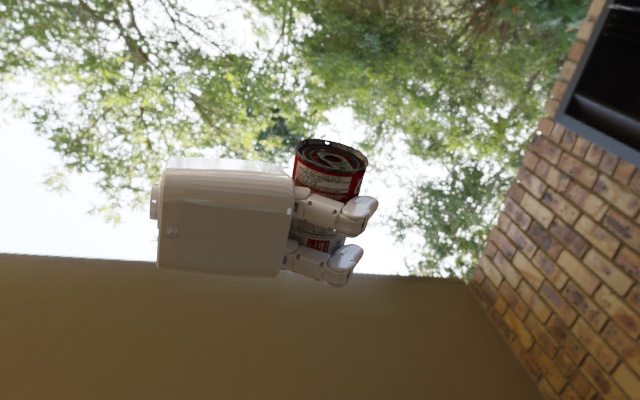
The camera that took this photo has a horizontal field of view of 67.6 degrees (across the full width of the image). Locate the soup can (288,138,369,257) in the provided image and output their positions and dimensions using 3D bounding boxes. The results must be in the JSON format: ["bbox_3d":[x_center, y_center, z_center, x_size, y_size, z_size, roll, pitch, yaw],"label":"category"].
[{"bbox_3d":[0.000,0.002,0.453,0.068,0.102,0.068,11,27,-6],"label":"soup can"}]
